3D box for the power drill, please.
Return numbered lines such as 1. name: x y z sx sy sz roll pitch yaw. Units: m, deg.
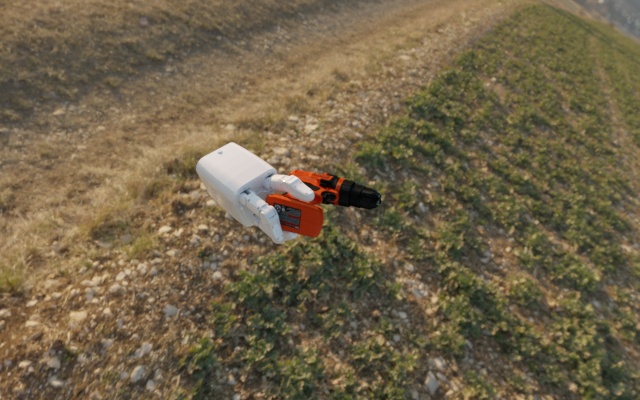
1. power drill: 0.000 0.003 0.838 0.184 0.057 0.187 12 21 18
